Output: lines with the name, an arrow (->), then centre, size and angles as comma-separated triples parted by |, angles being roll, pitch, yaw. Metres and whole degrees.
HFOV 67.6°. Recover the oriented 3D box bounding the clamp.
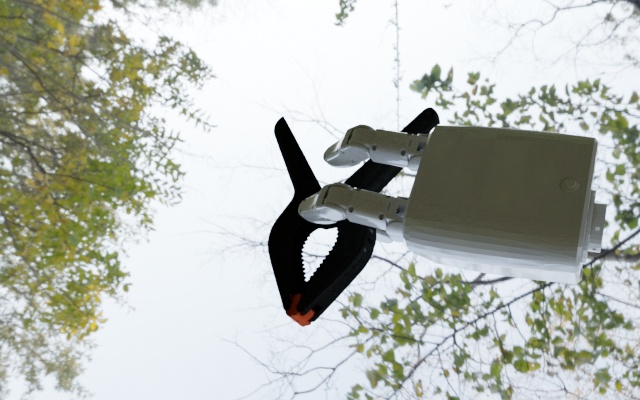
clamp -> 0.000, 0.002, 0.417 | 0.164, 0.210, 0.036 | 8, -27, 30
